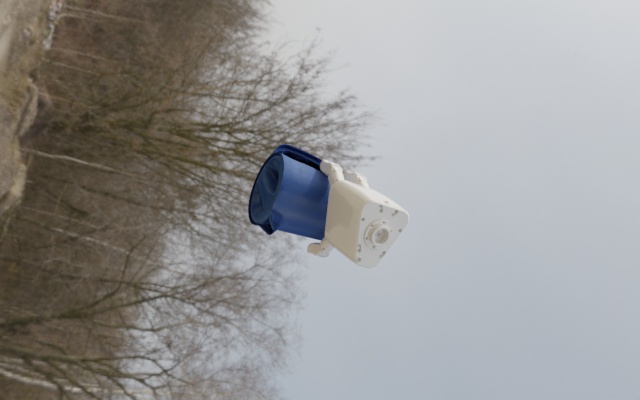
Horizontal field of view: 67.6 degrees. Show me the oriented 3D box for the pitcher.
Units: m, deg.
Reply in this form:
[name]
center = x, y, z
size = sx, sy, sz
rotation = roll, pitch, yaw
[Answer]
[pitcher]
center = 0.000, 0.003, 0.884
size = 0.243, 0.149, 0.145
rotation = 19, 8, -27
